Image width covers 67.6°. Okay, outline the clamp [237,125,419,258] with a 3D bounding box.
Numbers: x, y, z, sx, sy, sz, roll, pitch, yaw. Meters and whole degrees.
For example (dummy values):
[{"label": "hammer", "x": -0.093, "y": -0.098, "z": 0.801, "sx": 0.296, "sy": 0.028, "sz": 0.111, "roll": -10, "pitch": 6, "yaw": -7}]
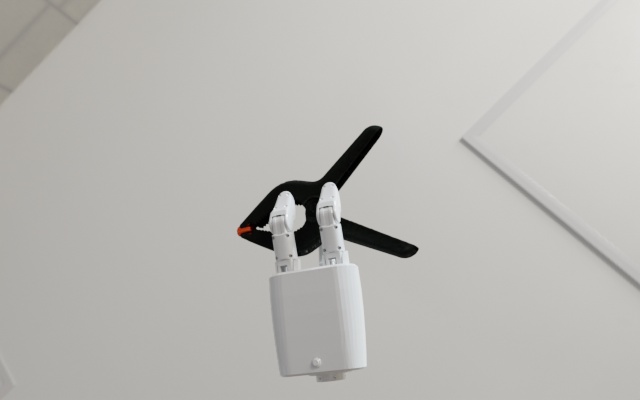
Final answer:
[{"label": "clamp", "x": 0.000, "y": 0.002, "z": 0.572, "sx": 0.210, "sy": 0.164, "sz": 0.036, "roll": -11, "pitch": -19, "yaw": 13}]
